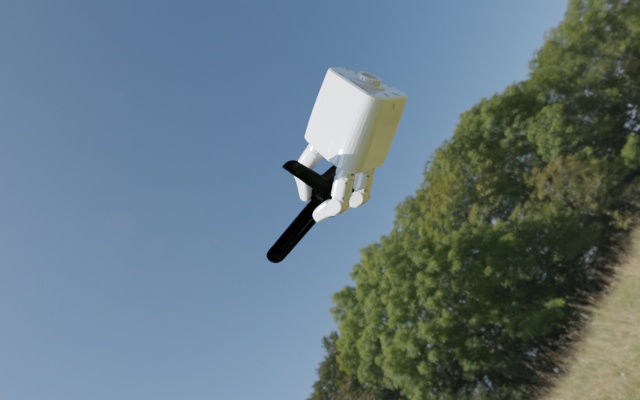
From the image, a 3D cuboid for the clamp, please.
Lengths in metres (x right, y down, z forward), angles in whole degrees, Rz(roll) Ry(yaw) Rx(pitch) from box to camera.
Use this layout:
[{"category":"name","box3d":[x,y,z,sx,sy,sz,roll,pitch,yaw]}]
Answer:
[{"category":"clamp","box3d":[0.000,0.002,0.716,0.036,0.165,0.210,33,30,27]}]
